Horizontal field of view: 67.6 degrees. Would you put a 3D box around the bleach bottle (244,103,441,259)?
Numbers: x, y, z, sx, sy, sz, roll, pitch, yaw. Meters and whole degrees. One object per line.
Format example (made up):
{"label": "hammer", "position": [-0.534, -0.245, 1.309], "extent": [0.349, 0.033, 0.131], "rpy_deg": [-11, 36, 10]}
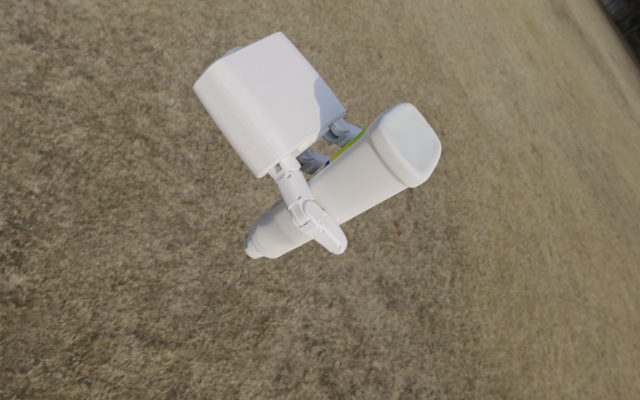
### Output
{"label": "bleach bottle", "position": [0.000, 0.002, 0.491], "extent": [0.251, 0.068, 0.102], "rpy_deg": [-35, 5, 35]}
